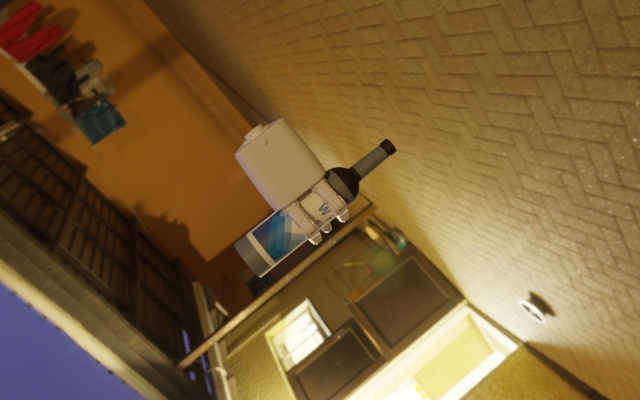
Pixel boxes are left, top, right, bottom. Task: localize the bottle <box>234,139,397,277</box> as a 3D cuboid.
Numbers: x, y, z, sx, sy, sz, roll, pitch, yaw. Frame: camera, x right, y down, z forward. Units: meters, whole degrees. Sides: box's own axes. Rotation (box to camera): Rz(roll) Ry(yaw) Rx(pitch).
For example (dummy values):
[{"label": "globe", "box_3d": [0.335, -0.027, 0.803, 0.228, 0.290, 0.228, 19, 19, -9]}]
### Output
[{"label": "bottle", "box_3d": [0.000, 0.003, 0.758, 0.295, 0.069, 0.069, -39, 4, -5]}]
